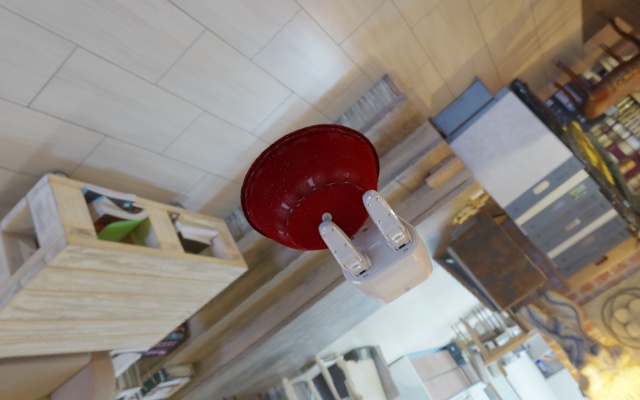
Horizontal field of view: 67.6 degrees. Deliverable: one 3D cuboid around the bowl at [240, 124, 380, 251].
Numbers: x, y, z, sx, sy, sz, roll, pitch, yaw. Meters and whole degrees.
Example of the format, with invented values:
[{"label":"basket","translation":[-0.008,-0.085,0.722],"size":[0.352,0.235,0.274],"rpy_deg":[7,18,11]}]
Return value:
[{"label":"bowl","translation":[-0.001,0.001,0.507],"size":[0.162,0.162,0.055],"rpy_deg":[0,38,-26]}]
